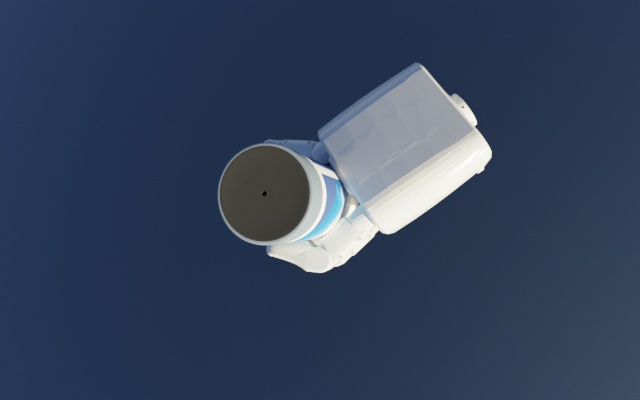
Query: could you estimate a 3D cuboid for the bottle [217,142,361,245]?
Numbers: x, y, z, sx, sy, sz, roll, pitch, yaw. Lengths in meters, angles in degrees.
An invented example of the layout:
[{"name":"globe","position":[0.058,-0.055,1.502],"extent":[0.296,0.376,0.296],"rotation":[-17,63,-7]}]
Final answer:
[{"name":"bottle","position":[0.000,0.001,0.448],"extent":[0.069,0.069,0.296],"rotation":[0,-2,14]}]
